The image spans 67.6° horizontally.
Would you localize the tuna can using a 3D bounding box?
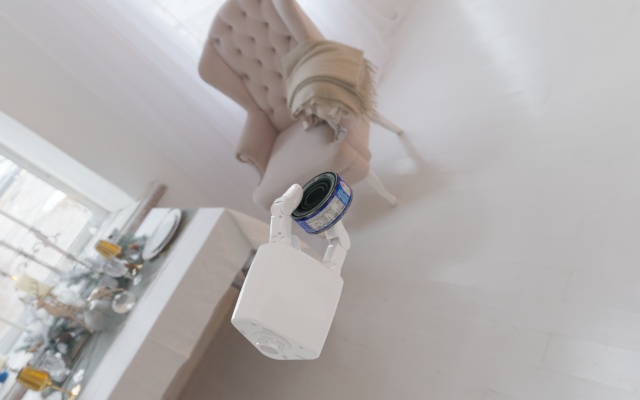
[{"bbox_3d":[0.000,0.002,0.642,0.034,0.086,0.086,45,-24,-26],"label":"tuna can"}]
